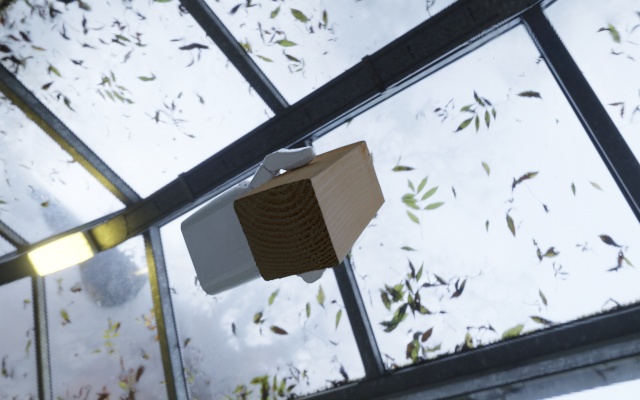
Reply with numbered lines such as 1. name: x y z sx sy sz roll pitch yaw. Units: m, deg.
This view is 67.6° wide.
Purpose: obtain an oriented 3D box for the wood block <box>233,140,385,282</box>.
1. wood block: 0.000 0.002 0.548 0.090 0.091 0.206 -16 11 24
